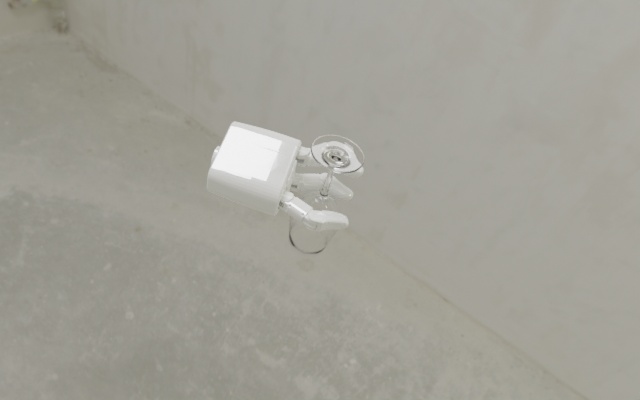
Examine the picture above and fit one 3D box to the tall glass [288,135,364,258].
[{"bbox_3d":[0.000,0.002,0.708,0.079,0.079,0.201,0,-42,-17],"label":"tall glass"}]
